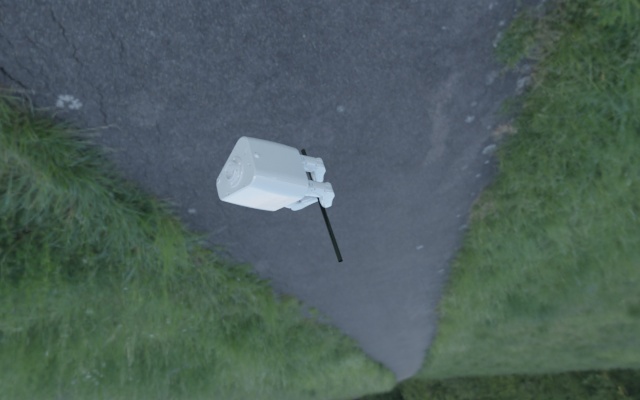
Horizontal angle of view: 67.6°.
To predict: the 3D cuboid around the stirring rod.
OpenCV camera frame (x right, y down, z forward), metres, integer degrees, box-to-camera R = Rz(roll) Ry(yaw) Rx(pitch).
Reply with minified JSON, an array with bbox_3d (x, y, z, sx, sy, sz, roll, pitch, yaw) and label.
[{"bbox_3d":[0.000,0.003,0.862,0.011,0.239,0.011,-14,-29,-8],"label":"stirring rod"}]
